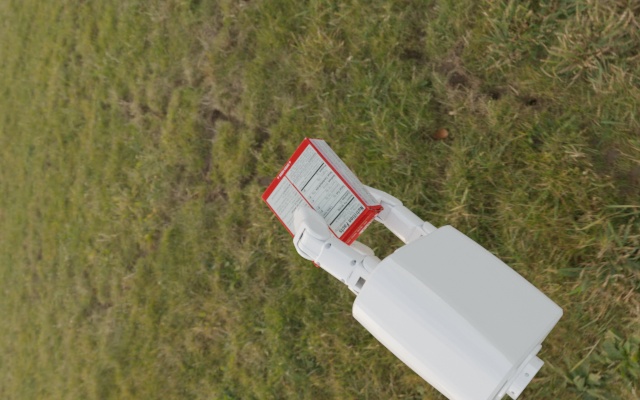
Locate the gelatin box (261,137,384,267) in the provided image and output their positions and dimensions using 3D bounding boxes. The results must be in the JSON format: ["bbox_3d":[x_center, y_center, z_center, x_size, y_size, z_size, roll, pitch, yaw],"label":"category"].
[{"bbox_3d":[0.000,0.001,0.414,0.073,0.089,0.030,-51,-23,25],"label":"gelatin box"}]
